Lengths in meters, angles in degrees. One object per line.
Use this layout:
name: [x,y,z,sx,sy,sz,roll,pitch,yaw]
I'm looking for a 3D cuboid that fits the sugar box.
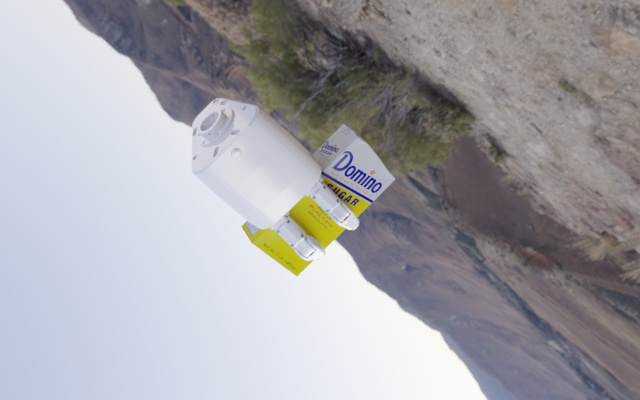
sugar box: [0.000,0.002,0.582,0.093,0.176,0.048,43,5,-39]
